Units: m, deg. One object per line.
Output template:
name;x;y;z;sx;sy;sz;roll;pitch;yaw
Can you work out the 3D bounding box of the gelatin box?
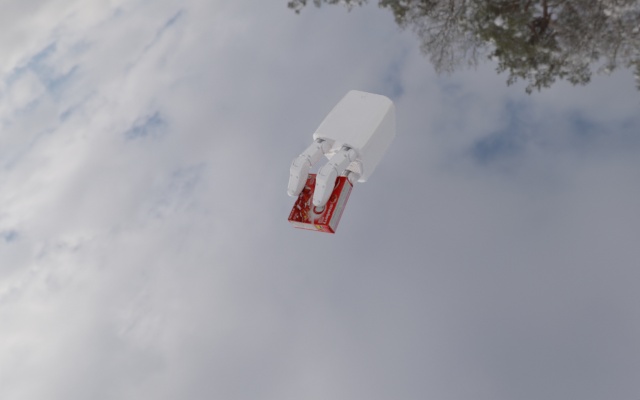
gelatin box;0.000;0.003;0.730;0.073;0.089;0.030;7;-27;32
